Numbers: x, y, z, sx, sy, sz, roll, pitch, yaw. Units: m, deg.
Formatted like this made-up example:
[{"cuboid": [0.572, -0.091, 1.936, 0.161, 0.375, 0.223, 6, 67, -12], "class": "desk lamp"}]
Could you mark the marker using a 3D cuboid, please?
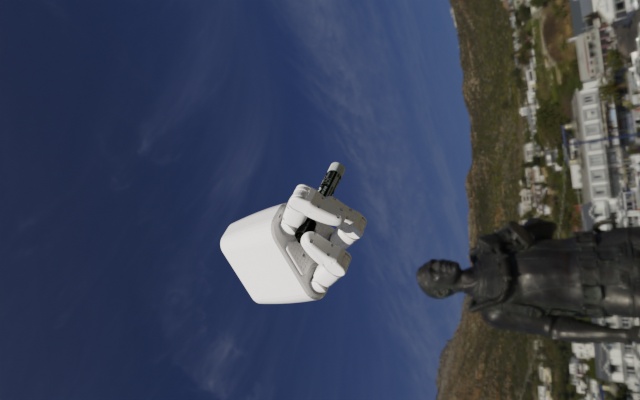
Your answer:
[{"cuboid": [0.000, 0.002, 0.545, 0.020, 0.020, 0.121, 0, 44, 30], "class": "marker"}]
